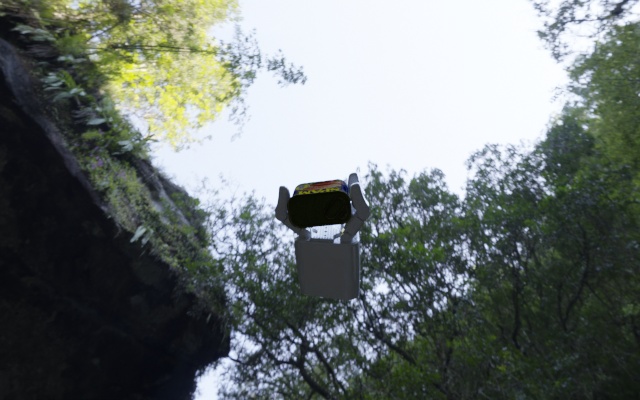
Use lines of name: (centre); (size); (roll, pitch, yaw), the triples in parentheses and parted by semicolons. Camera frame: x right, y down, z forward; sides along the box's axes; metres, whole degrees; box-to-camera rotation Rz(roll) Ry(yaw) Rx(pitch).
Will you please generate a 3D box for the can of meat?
can of meat: (0.000, 0.002, 0.798); (0.102, 0.057, 0.084); (-6, 17, 5)
